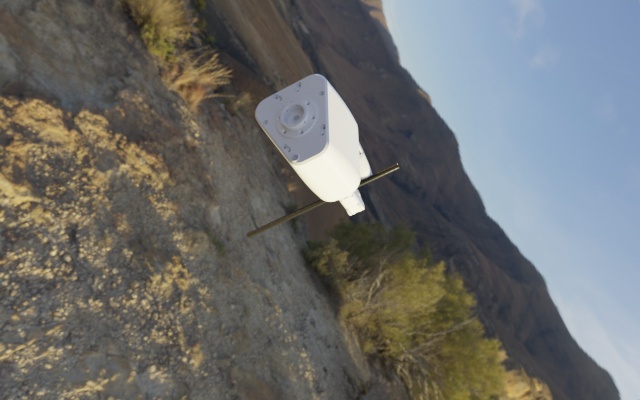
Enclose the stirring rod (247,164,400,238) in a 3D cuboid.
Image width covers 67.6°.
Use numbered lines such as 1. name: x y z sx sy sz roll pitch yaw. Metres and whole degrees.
1. stirring rod: 0.000 0.002 0.679 0.239 0.011 0.011 -25 -5 11
